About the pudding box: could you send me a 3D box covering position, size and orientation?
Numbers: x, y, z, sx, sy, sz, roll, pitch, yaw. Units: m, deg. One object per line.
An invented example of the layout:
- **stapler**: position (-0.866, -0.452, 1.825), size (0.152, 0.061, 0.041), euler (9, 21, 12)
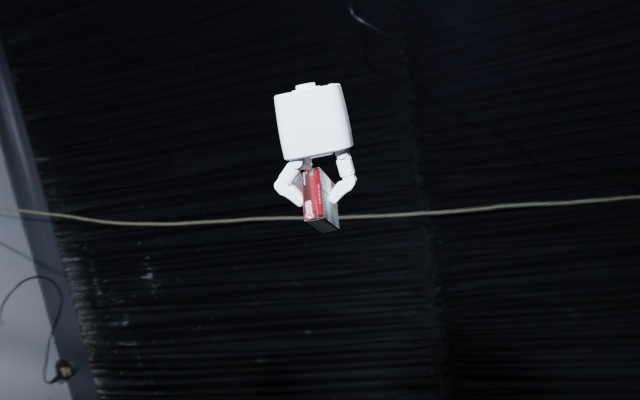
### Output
- **pudding box**: position (0.000, 0.003, 0.827), size (0.039, 0.090, 0.113), euler (-9, -17, 16)
